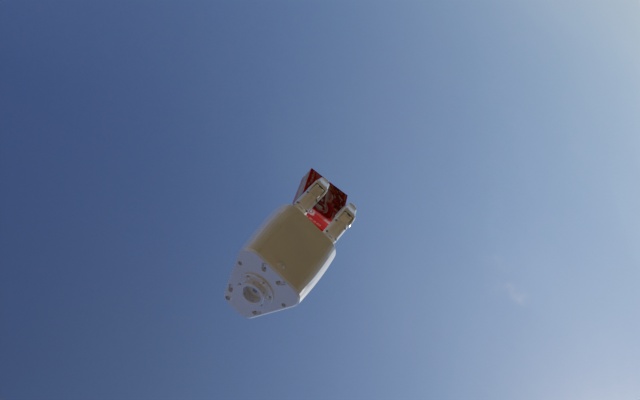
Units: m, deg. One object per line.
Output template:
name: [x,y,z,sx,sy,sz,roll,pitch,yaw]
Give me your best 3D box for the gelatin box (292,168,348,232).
gelatin box: [0.000,0.002,0.708,0.073,0.030,0.089,37,33,-13]
